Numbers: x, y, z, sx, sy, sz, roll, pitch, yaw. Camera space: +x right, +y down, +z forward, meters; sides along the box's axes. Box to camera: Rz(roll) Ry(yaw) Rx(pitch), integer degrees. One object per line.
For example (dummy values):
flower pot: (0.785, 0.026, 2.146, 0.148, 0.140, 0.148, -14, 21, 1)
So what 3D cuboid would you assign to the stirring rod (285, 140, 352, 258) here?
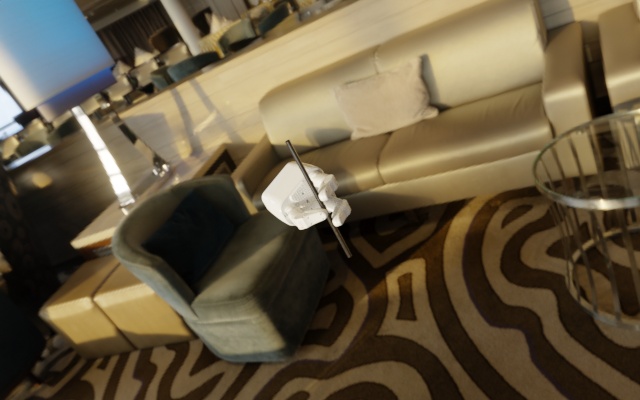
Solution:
stirring rod: (0.000, 0.003, 0.801, 0.011, 0.240, 0.011, -23, 25, 11)
